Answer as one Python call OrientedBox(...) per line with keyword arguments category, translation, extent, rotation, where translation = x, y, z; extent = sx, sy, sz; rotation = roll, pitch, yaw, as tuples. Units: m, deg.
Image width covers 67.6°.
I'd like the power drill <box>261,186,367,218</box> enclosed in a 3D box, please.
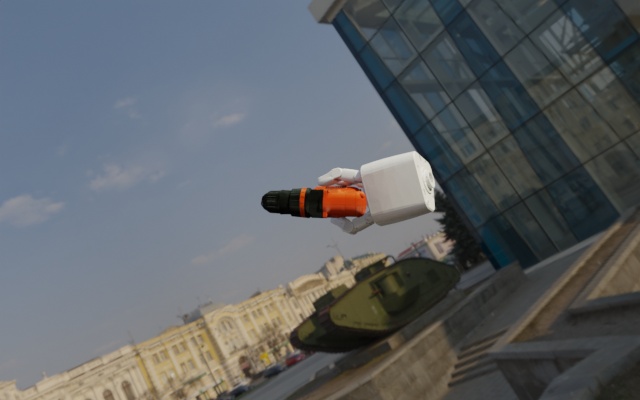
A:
OrientedBox(category="power drill", translation=(0.000, 0.003, 0.890), extent=(0.184, 0.057, 0.187), rotation=(3, 4, 11))
